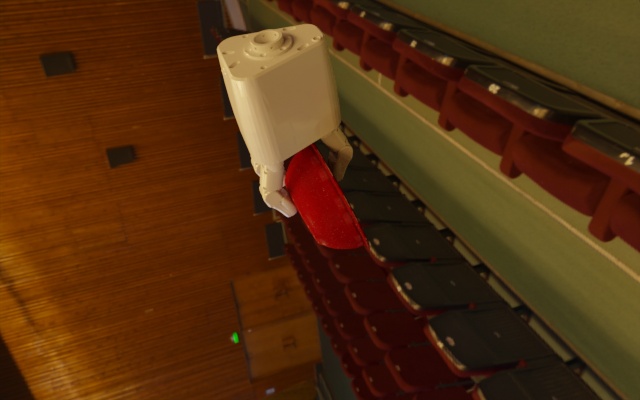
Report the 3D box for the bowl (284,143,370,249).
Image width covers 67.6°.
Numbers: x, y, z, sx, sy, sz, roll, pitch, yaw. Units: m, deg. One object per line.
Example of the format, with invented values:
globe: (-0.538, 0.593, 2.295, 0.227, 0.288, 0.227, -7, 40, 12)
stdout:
bowl: (0.000, 0.003, 0.599, 0.055, 0.162, 0.162, -29, 0, 0)
